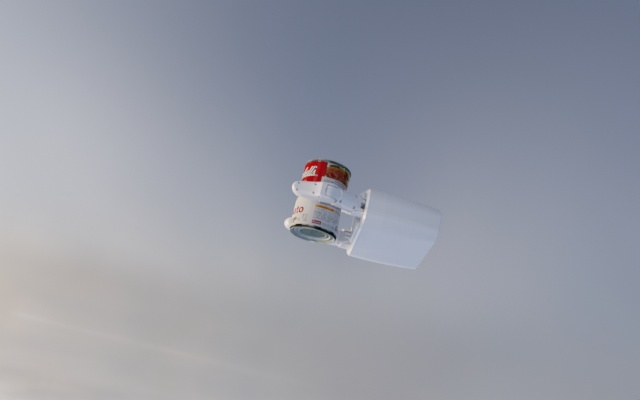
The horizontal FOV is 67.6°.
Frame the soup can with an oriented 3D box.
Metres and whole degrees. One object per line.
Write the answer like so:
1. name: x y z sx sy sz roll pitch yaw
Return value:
1. soup can: 0.000 0.002 0.670 0.068 0.102 0.068 12 -21 5
